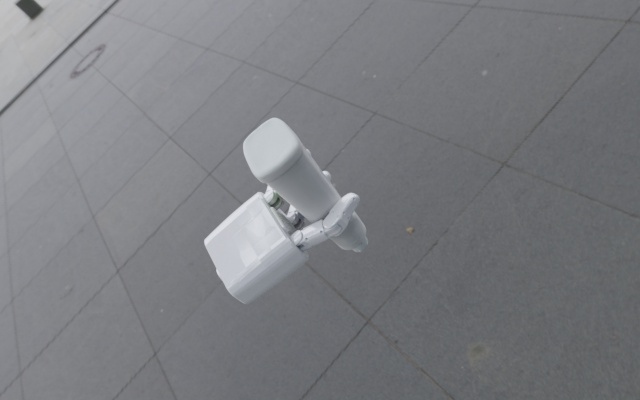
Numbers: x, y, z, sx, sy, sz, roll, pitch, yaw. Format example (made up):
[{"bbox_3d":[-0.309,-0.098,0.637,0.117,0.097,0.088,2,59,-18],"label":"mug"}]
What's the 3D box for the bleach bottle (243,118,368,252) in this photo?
[{"bbox_3d":[0.000,0.002,0.652,0.251,0.068,0.102,47,6,-40],"label":"bleach bottle"}]
